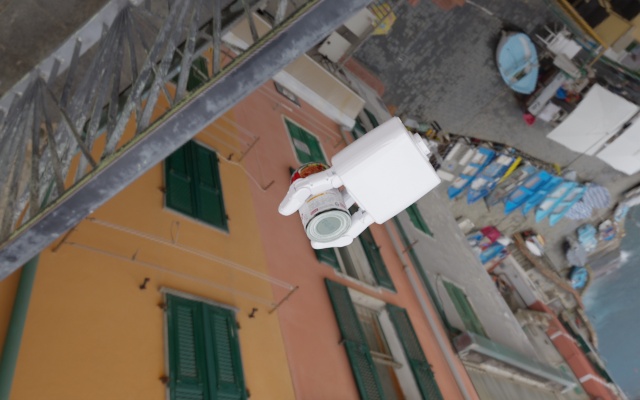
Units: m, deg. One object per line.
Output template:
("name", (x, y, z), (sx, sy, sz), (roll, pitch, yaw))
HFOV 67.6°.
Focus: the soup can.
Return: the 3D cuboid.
("soup can", (0.000, 0.003, 0.685), (0.068, 0.069, 0.102), (0, 43, -20))
